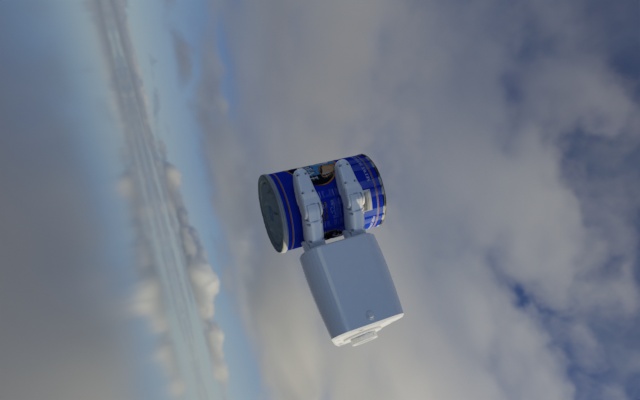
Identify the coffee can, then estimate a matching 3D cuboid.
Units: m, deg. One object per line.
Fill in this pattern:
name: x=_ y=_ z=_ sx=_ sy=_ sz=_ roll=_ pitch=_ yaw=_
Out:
coffee can: x=0.000 y=0.002 z=0.626 sx=0.140 sy=0.103 sz=0.103 roll=-14 pitch=4 yaw=-19
